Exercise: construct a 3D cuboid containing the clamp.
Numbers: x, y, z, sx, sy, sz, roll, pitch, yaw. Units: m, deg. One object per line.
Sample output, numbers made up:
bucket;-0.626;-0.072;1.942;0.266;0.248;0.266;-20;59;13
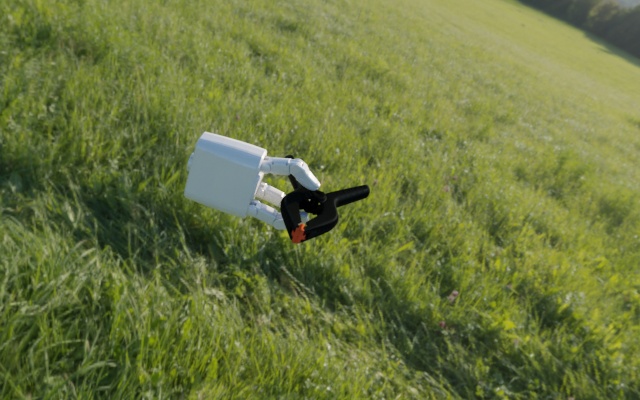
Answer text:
clamp;0.000;0.002;0.783;0.164;0.036;0.209;17;34;-3
